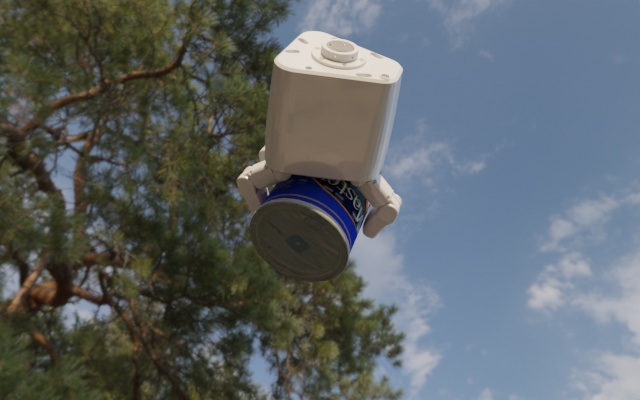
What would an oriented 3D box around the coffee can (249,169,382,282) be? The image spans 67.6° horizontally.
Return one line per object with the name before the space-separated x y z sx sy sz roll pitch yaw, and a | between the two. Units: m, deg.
coffee can | 0.000 0.002 0.512 0.103 0.103 0.140 0 36 24
